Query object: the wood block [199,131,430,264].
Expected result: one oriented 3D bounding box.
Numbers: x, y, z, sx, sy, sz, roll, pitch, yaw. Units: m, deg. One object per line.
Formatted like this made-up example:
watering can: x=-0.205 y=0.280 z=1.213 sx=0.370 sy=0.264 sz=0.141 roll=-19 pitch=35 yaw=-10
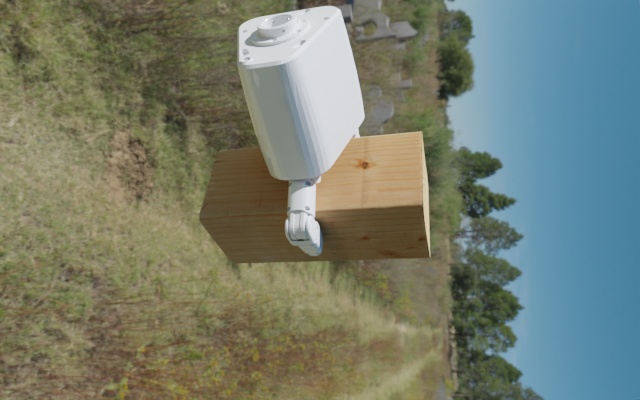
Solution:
wood block: x=0.000 y=0.002 z=0.475 sx=0.206 sy=0.090 sz=0.090 roll=-3 pitch=-37 yaw=15
